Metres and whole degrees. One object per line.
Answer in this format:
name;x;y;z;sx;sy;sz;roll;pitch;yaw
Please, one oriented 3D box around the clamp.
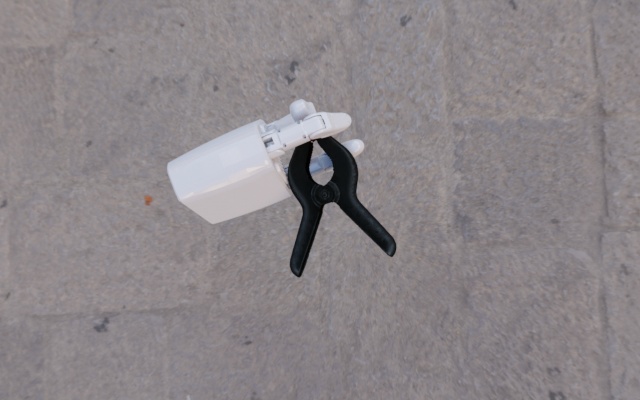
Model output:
clamp;0.000;0.002;0.533;0.120;0.171;0.039;-22;-5;3
